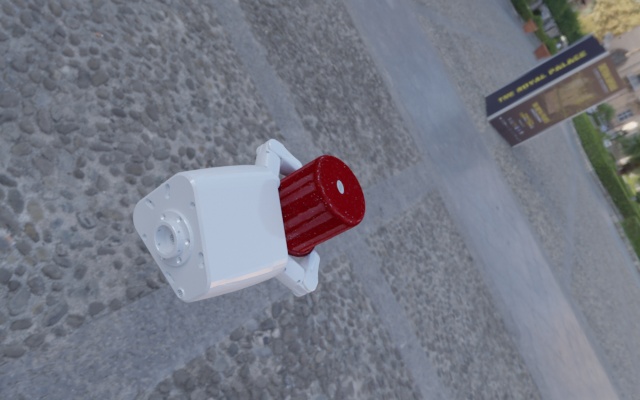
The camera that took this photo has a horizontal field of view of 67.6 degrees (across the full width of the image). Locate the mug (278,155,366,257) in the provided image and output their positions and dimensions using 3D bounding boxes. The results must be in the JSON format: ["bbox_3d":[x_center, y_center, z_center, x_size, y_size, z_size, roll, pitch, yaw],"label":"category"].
[{"bbox_3d":[0.001,0.001,0.523,0.081,0.093,0.117,-29,-7,32],"label":"mug"}]
